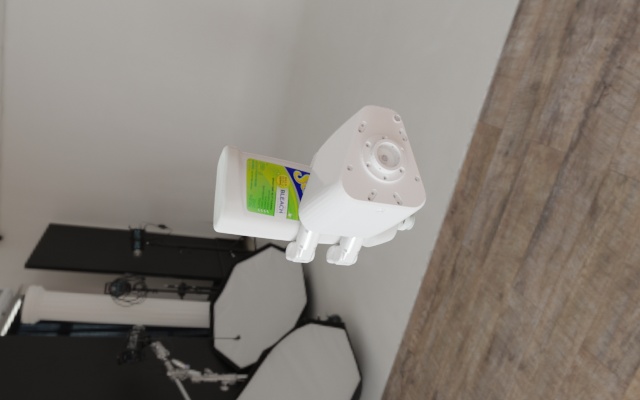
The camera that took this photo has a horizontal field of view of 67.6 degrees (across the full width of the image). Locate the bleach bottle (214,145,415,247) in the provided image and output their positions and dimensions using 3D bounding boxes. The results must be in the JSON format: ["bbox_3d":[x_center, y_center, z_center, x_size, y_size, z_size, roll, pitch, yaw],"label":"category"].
[{"bbox_3d":[0.000,0.002,0.591,0.251,0.102,0.068,7,-21,-20],"label":"bleach bottle"}]
